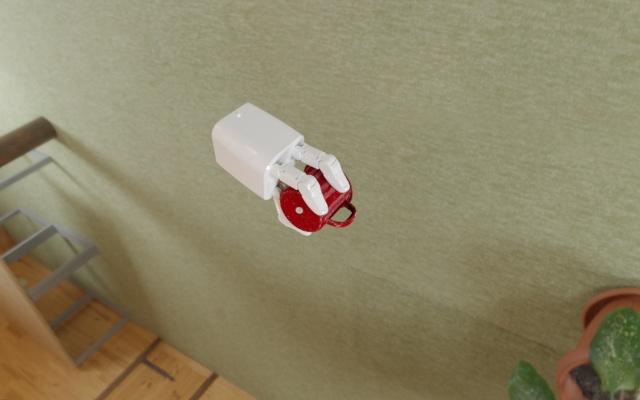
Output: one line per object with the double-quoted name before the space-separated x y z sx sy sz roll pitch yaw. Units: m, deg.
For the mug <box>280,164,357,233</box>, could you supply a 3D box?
"mug" 0.001 0.003 0.740 0.117 0.093 0.081 34 50 12
